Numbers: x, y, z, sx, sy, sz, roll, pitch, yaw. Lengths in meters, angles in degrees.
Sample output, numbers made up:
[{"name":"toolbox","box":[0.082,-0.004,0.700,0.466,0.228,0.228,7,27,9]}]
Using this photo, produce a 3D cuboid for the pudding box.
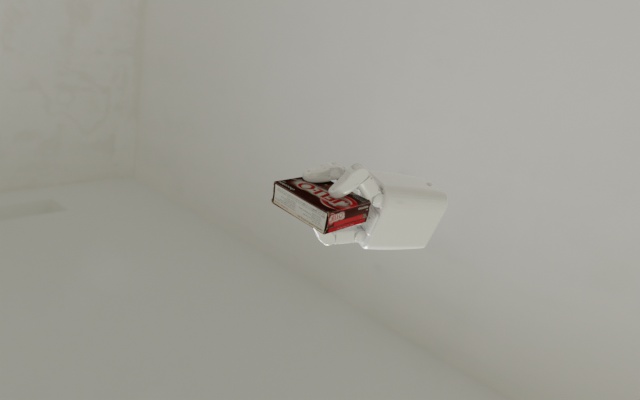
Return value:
[{"name":"pudding box","box":[0.000,0.002,0.678,0.113,0.039,0.090,27,26,37]}]
